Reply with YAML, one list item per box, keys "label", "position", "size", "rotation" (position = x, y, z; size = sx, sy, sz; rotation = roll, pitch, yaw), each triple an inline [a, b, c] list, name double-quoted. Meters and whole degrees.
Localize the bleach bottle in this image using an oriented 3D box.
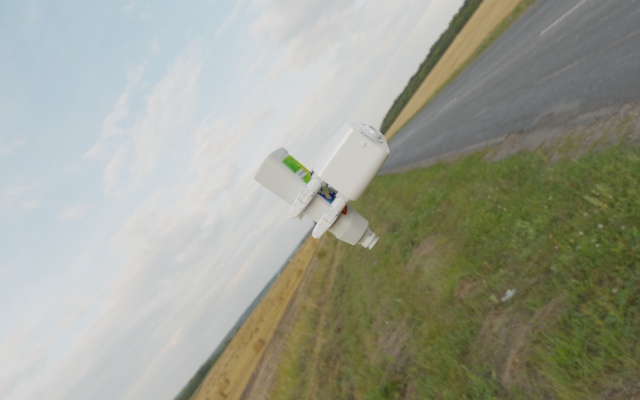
- label: "bleach bottle"
  position: [0.000, 0.003, 0.892]
  size: [0.251, 0.068, 0.102]
  rotation: [36, 21, 2]
